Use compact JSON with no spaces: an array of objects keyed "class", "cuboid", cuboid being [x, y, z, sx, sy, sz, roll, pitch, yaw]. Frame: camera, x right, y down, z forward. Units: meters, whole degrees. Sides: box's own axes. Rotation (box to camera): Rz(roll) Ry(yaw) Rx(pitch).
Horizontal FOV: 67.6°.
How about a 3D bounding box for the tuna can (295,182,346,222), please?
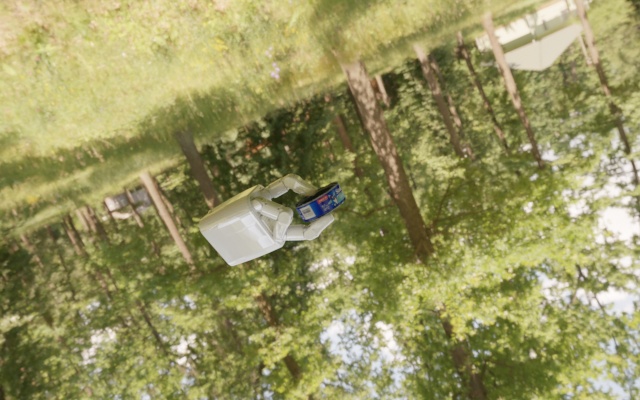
[{"class":"tuna can","cuboid":[0.000,0.003,0.826,0.086,0.034,0.086,-29,8,5]}]
